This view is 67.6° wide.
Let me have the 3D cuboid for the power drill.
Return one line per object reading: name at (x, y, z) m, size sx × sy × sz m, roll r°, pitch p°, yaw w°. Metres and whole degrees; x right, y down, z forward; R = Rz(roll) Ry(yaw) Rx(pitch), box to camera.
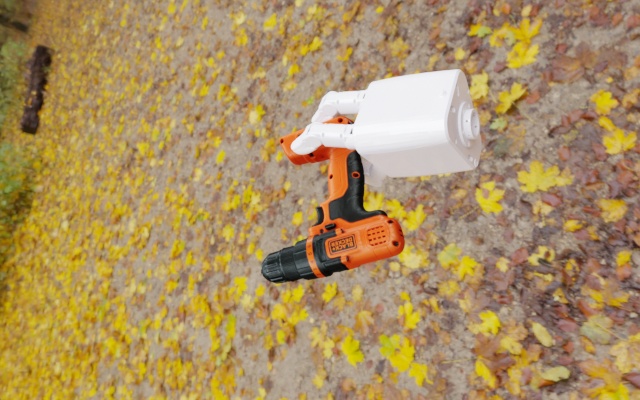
power drill at (0.000, 0.001, 0.598) m, size 0.184 × 0.187 × 0.057 m, roll -16°, pitch -19°, yaw 18°
